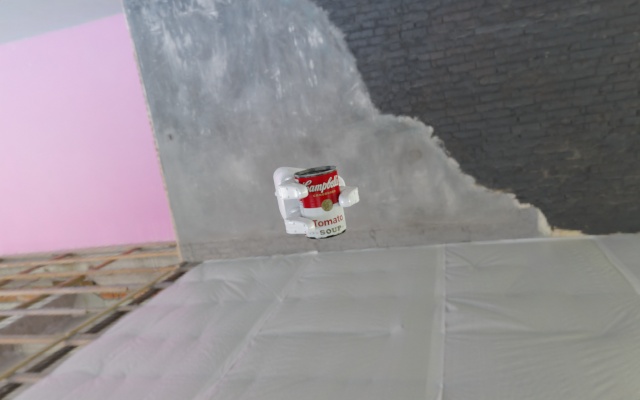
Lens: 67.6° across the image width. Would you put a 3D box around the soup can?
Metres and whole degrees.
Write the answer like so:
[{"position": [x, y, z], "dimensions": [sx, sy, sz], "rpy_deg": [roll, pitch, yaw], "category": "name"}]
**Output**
[{"position": [0.000, 0.003, 0.745], "dimensions": [0.068, 0.102, 0.068], "rpy_deg": [-9, 12, 2], "category": "soup can"}]
